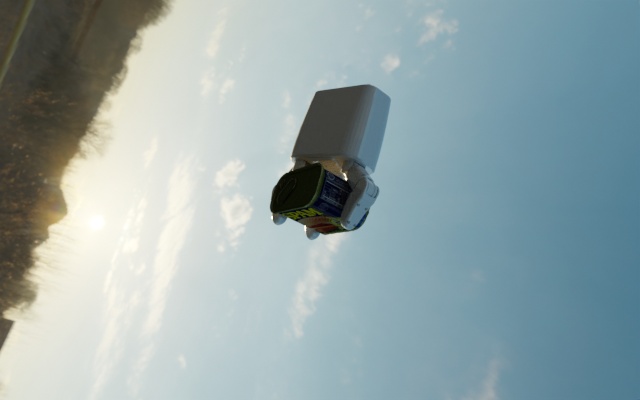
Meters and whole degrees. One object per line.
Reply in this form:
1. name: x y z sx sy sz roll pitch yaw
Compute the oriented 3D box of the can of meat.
1. can of meat: 0.000 0.002 0.595 0.084 0.057 0.102 27 -23 -30
